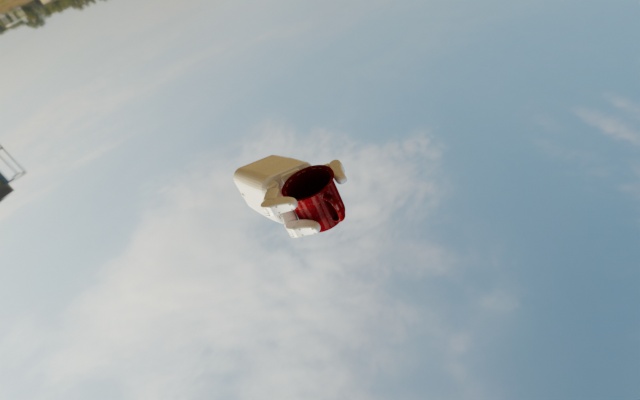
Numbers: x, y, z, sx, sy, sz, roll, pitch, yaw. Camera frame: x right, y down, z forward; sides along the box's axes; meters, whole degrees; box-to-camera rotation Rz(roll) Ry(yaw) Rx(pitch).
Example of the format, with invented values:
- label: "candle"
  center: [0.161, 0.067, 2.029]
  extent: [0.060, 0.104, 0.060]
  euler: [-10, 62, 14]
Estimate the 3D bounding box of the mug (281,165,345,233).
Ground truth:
- label: "mug"
  center: [0.001, 0.003, 0.798]
  extent: [0.093, 0.081, 0.117]
  euler: [-42, 38, -23]
